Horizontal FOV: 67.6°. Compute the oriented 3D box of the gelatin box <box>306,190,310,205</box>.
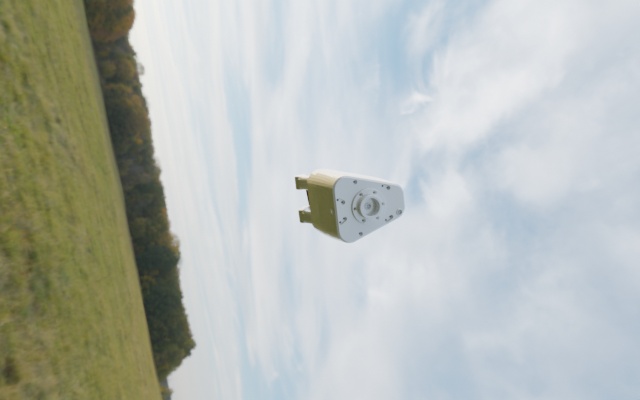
[{"bbox_3d":[0.000,0.003,0.813,0.030,0.073,0.089,-10,-4,-13],"label":"gelatin box"}]
